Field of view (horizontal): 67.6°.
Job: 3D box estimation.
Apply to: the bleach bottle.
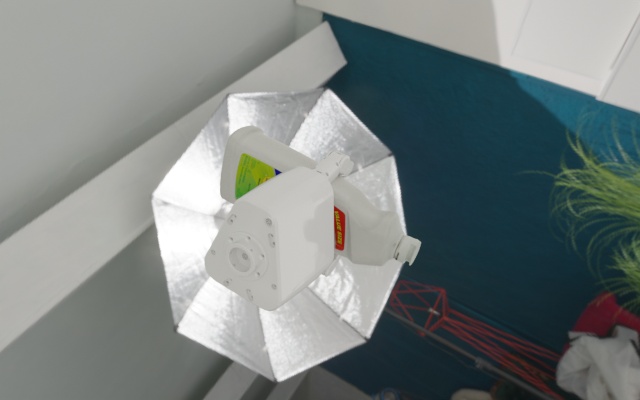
[{"bbox_3d":[0.000,0.002,0.566,0.251,0.103,0.068,25,28,19],"label":"bleach bottle"}]
